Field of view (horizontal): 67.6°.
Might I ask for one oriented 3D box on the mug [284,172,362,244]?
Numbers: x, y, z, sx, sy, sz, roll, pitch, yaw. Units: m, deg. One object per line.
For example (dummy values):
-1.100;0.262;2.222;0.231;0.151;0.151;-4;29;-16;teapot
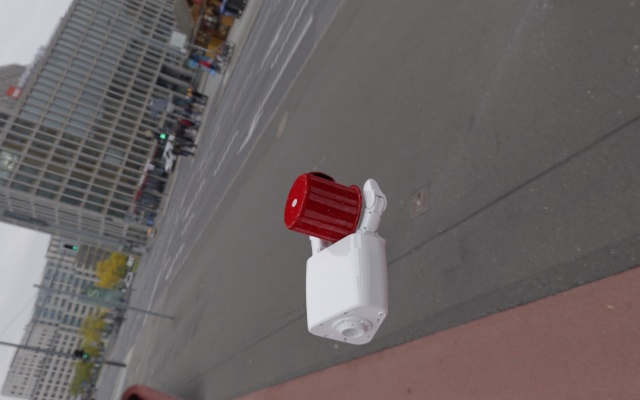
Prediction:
0.000;0.001;0.675;0.081;0.117;0.093;17;-45;-20;mug
